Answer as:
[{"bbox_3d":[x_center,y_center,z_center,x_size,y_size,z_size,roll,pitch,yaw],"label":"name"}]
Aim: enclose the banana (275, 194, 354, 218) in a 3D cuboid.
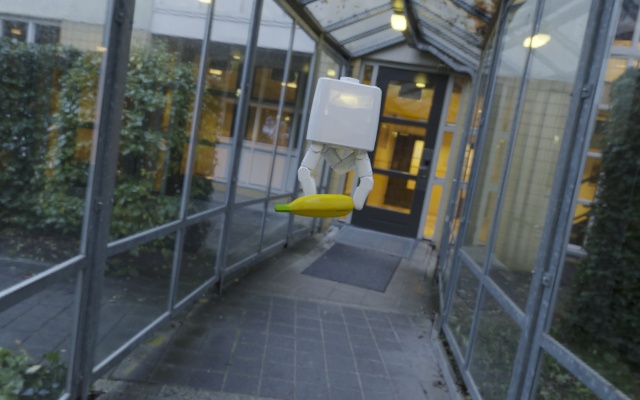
[{"bbox_3d":[0.013,0.006,0.792,0.069,0.037,0.198,14,8,35],"label":"banana"}]
